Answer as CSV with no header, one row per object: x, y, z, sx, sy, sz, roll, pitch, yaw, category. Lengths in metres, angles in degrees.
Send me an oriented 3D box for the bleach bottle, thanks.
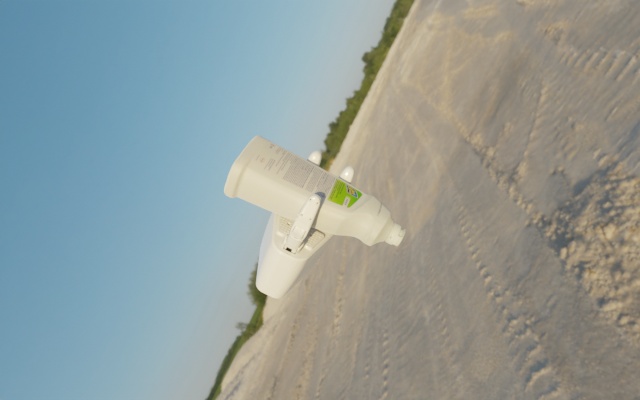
0.000,0.002,0.671,0.251,0.068,0.102,26,41,-1,bleach bottle
